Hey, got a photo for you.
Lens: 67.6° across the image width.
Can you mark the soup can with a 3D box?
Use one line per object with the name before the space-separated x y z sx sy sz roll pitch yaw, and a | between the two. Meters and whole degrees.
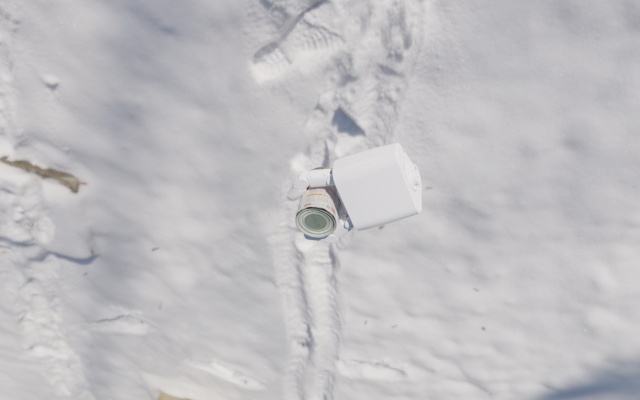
soup can | 0.000 0.003 0.783 0.068 0.069 0.102 0 42 12
